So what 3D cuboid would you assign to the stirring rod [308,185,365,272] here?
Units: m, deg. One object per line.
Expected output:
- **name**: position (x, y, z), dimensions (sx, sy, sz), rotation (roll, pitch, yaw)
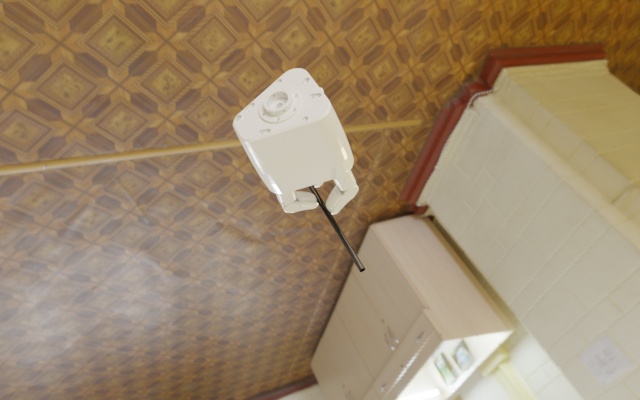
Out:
- **stirring rod**: position (0.000, 0.002, 0.660), dimensions (0.011, 0.239, 0.011), rotation (-21, -36, -16)
